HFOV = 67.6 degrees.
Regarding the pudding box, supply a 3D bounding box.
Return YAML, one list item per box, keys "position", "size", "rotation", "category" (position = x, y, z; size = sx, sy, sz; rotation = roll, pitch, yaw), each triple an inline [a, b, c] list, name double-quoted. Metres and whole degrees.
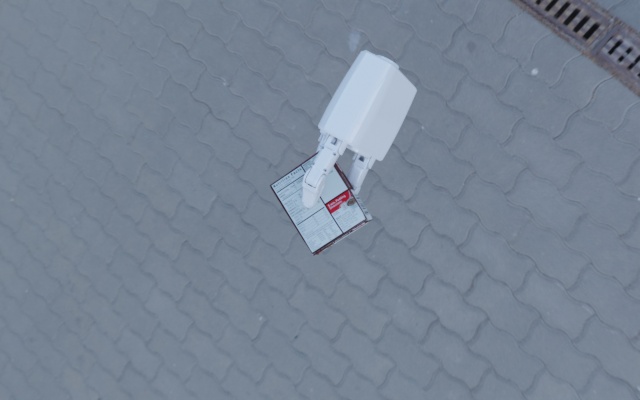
- position: [0.000, 0.002, 0.629]
  size: [0.090, 0.113, 0.039]
  rotation: [-33, -9, 11]
  category: "pudding box"
